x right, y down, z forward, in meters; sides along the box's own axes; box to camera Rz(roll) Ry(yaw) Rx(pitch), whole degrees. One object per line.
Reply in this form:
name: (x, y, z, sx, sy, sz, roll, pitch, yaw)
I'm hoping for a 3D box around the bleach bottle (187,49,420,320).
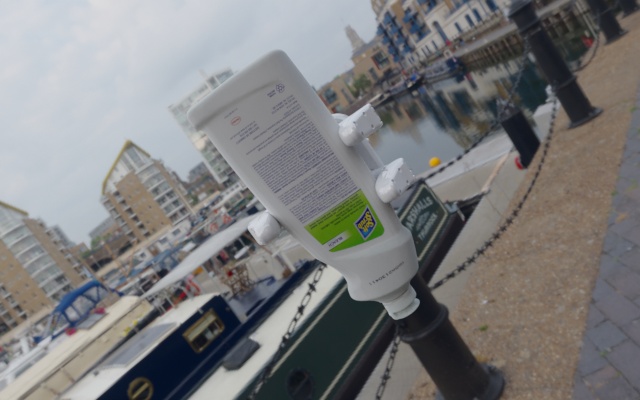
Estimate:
bleach bottle: (0.000, 0.001, 0.418, 0.102, 0.251, 0.068, -33, 8, 10)
